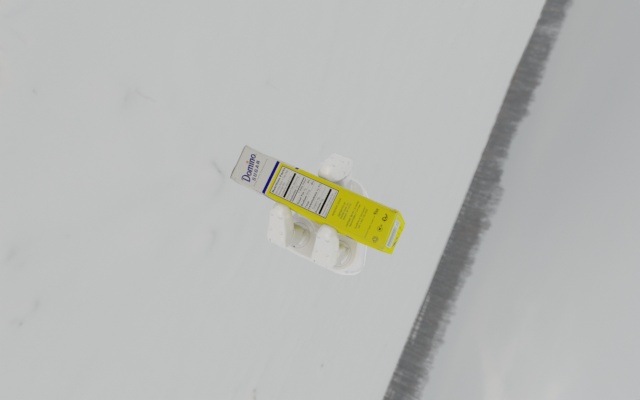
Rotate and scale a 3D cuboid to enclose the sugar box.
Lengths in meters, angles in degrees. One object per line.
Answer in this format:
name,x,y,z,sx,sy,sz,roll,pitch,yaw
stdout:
sugar box,0.000,0.002,0.512,0.176,0.048,0.093,22,-5,17
